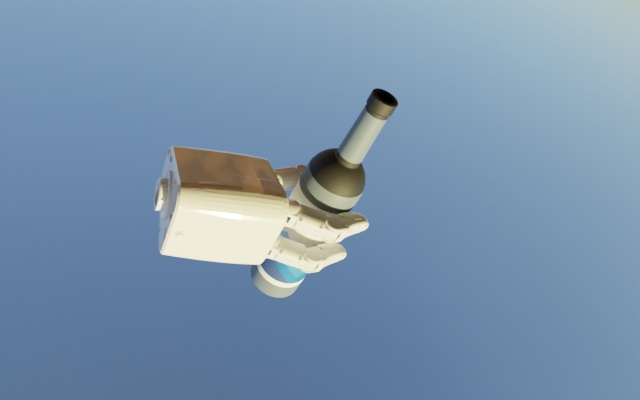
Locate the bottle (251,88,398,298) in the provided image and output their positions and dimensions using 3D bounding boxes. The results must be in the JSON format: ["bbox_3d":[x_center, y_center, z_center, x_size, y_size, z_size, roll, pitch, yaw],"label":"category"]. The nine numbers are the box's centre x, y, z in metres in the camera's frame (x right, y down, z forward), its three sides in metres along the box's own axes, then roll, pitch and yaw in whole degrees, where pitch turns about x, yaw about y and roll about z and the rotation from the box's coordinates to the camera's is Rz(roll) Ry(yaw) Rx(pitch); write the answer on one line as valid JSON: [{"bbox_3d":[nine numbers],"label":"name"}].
[{"bbox_3d":[0.000,0.002,0.534,0.069,0.069,0.296,0,-41,-33],"label":"bottle"}]
